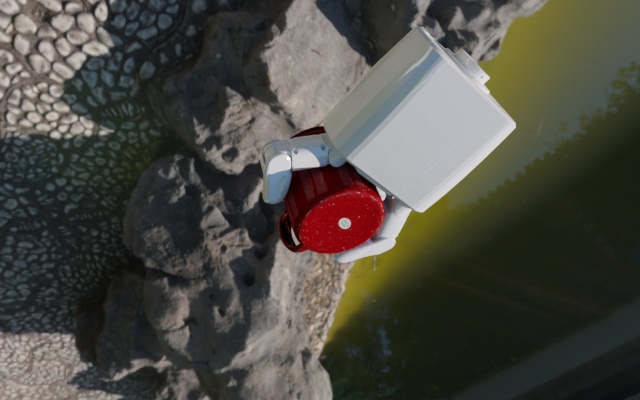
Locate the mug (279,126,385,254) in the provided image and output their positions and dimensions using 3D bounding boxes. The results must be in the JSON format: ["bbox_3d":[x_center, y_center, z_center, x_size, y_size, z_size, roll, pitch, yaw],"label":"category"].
[{"bbox_3d":[-0.001,0.002,0.438,0.093,0.081,0.117,23,-58,-37],"label":"mug"}]
